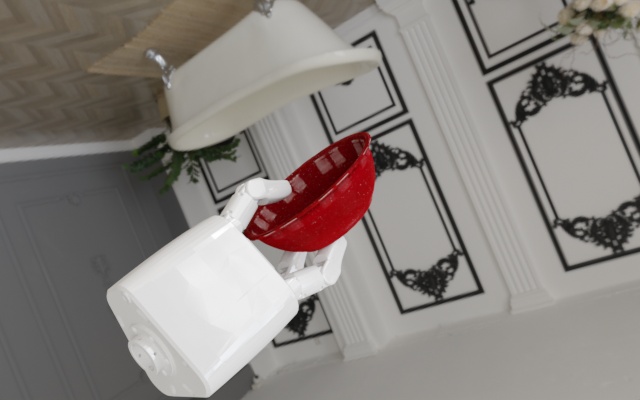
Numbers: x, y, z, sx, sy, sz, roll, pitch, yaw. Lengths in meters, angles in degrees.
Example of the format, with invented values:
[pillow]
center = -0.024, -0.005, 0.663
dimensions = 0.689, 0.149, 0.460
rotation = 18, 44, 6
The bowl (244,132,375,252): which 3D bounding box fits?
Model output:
[bowl]
center = 0.001, 0.001, 0.489
dimensions = 0.162, 0.055, 0.162
rotation = -36, 17, 13
